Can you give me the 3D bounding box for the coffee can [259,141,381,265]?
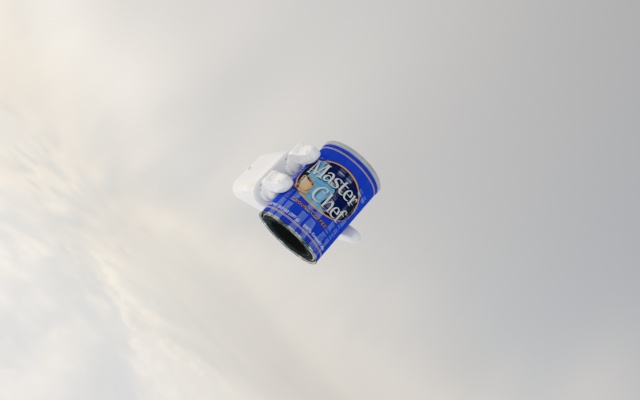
[{"bbox_3d":[0.000,0.002,0.656,0.103,0.140,0.103,37,-19,15],"label":"coffee can"}]
